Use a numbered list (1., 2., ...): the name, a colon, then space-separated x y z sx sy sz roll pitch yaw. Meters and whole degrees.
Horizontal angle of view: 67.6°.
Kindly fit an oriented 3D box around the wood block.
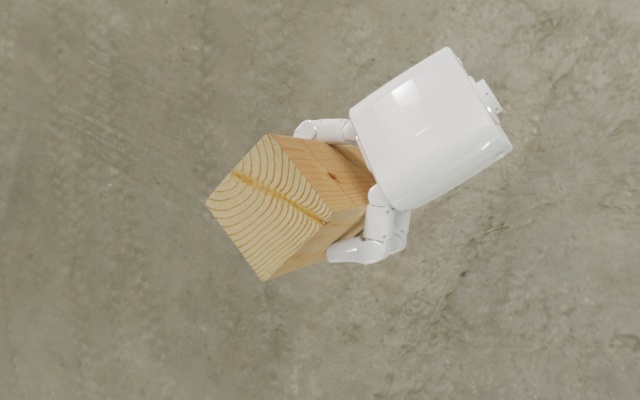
1. wood block: 0.000 0.001 0.477 0.090 0.091 0.206 -45 -16 21
